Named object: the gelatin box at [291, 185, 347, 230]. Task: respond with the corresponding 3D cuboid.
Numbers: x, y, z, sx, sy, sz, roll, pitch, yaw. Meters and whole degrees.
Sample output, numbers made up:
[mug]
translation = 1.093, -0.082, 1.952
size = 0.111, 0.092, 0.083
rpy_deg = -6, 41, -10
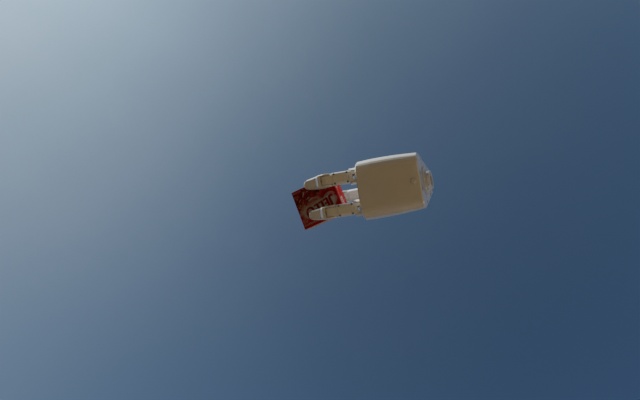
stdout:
[gelatin box]
translation = 0.000, 0.003, 0.861
size = 0.089, 0.073, 0.030
rpy_deg = -25, -9, 25
